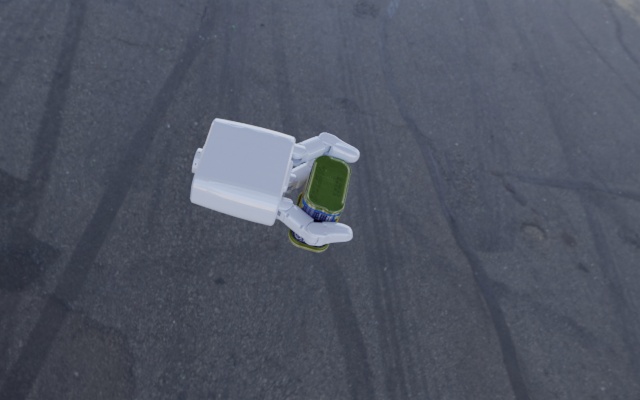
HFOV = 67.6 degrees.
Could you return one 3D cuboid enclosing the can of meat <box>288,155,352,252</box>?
[{"bbox_3d":[0.000,0.002,0.632,0.057,0.102,0.084,17,-43,-5],"label":"can of meat"}]
